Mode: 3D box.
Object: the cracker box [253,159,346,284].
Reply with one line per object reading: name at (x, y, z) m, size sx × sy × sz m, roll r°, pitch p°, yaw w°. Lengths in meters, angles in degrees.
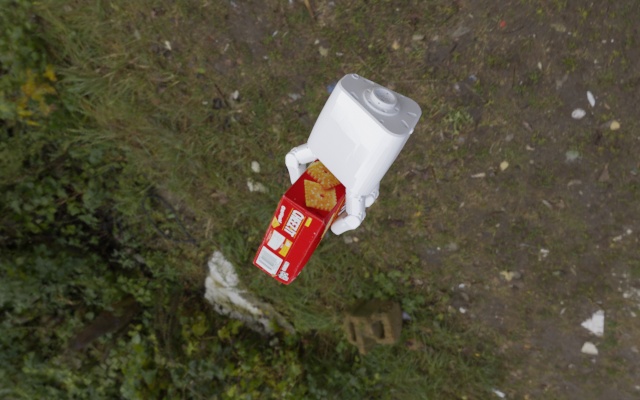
cracker box at (0.000, 0.002, 0.718) m, size 0.072 × 0.164 × 0.213 m, roll 34°, pitch 45°, yaw 6°
